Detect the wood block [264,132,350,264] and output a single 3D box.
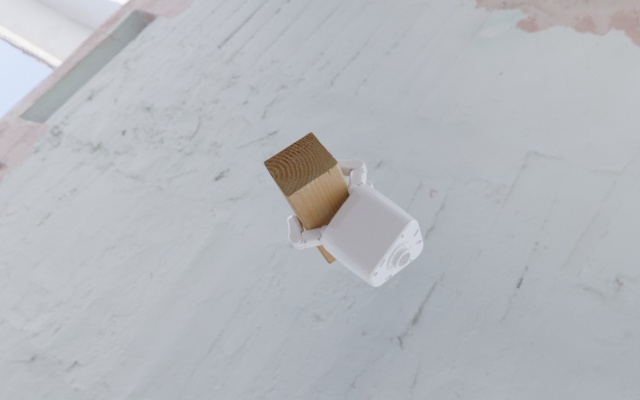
[{"bbox_3d":[0.000,0.003,0.777,0.091,0.090,0.206,-33,-40,-5],"label":"wood block"}]
